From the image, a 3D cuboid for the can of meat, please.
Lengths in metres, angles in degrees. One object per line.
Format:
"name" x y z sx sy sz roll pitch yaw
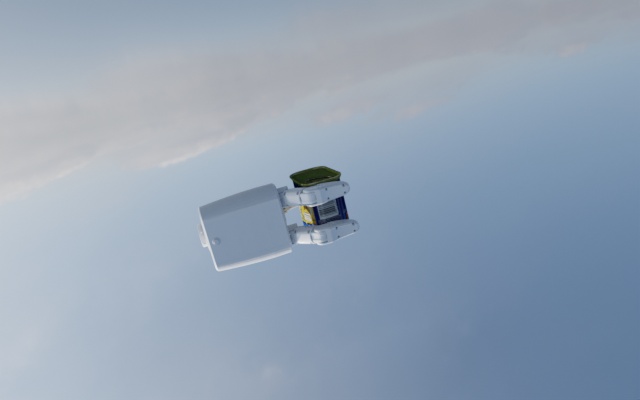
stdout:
"can of meat" 0.000 0.002 0.679 0.057 0.084 0.102 -17 15 -14
